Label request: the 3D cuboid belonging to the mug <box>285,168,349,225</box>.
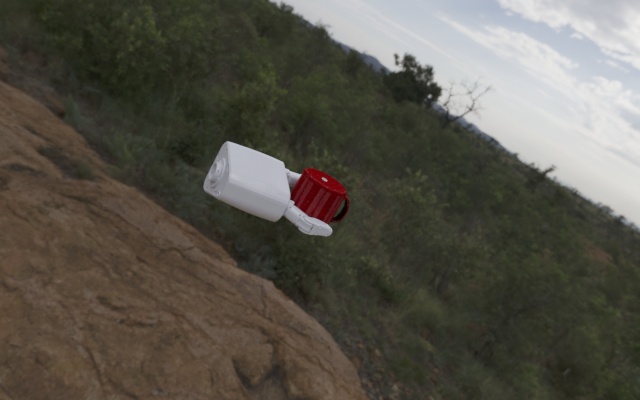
[{"bbox_3d":[0.001,0.003,0.805,0.117,0.081,0.093,20,19,-31],"label":"mug"}]
